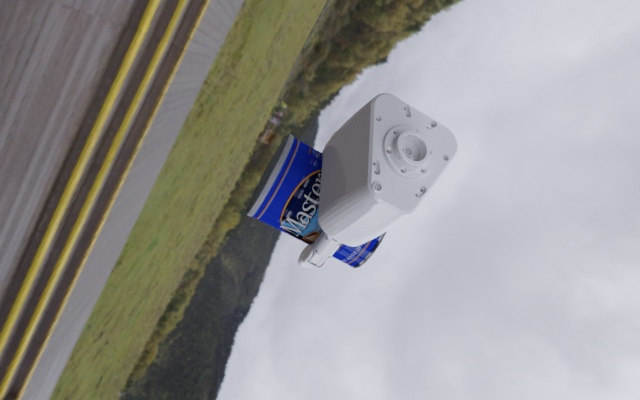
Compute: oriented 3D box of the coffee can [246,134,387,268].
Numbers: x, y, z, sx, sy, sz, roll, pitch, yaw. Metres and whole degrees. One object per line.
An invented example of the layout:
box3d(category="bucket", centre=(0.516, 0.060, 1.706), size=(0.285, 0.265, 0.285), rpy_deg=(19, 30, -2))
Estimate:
box3d(category="coffee can", centre=(0.000, 0.002, 0.551), size=(0.140, 0.103, 0.103), rpy_deg=(28, -6, -11))
